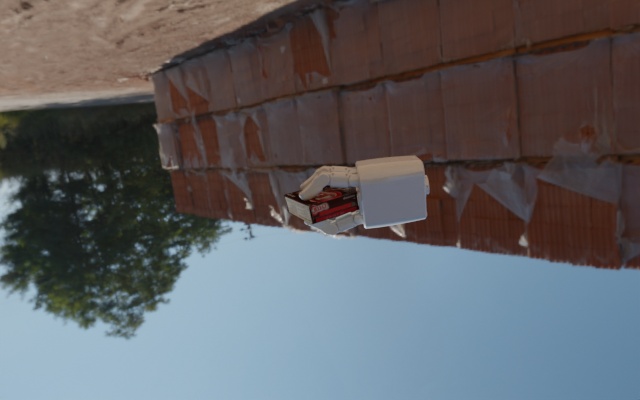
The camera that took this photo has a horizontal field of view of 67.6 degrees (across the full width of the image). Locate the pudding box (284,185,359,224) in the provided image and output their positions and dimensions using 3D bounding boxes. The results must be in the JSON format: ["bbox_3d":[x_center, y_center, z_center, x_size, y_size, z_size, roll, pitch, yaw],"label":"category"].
[{"bbox_3d":[0.000,0.003,0.818,0.090,0.039,0.113,-16,13,-23],"label":"pudding box"}]
